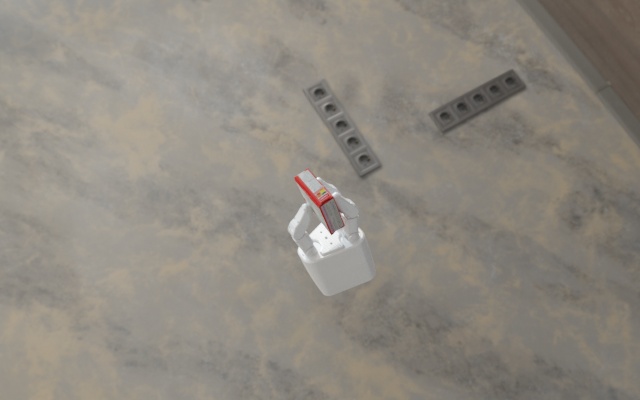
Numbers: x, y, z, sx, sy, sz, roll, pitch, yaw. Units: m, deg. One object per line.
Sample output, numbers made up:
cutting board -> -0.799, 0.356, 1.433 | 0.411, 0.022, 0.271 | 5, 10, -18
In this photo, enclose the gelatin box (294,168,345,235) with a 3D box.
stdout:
gelatin box -> 0.000, 0.003, 0.745 | 0.030, 0.073, 0.089 | -35, -35, -8
